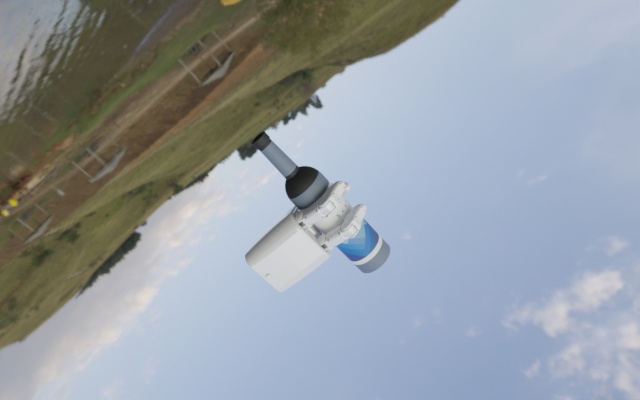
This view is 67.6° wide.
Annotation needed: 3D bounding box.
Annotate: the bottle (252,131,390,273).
[{"bbox_3d":[0.000,0.003,0.777,0.296,0.069,0.069,46,-21,-22],"label":"bottle"}]
